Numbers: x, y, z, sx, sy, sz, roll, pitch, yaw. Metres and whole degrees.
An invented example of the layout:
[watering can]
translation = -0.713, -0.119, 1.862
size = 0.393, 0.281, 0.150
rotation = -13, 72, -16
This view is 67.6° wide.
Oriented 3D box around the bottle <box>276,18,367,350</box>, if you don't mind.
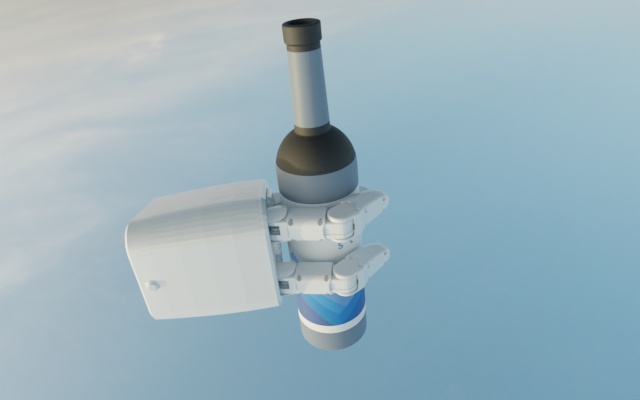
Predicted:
[bottle]
translation = 0.000, 0.002, 0.407
size = 0.069, 0.296, 0.069
rotation = -5, 32, 3
